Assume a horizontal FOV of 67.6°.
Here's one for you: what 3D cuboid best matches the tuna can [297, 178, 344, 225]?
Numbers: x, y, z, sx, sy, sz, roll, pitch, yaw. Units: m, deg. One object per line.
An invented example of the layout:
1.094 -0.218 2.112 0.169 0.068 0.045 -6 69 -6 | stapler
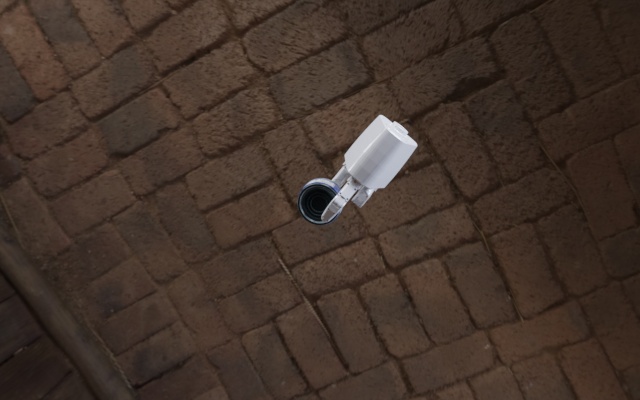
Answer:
0.000 0.003 0.899 0.086 0.086 0.033 0 18 13 | tuna can
